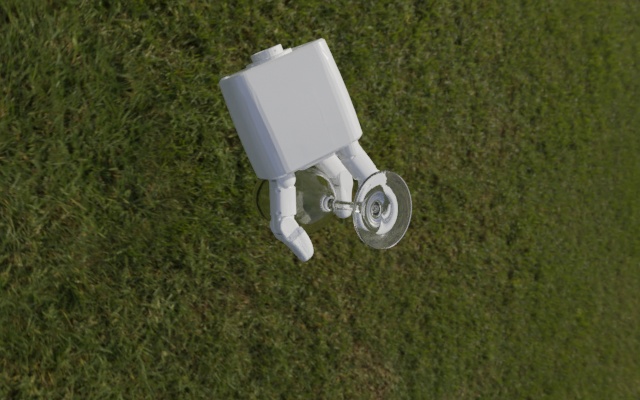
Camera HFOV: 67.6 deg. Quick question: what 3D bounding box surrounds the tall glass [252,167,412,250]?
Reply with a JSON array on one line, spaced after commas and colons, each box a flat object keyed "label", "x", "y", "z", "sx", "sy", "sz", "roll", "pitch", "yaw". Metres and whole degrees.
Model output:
[{"label": "tall glass", "x": 0.000, "y": 0.002, "z": 0.522, "sx": 0.079, "sy": 0.079, "sz": 0.201, "roll": 0, "pitch": 4, "yaw": -37}]
